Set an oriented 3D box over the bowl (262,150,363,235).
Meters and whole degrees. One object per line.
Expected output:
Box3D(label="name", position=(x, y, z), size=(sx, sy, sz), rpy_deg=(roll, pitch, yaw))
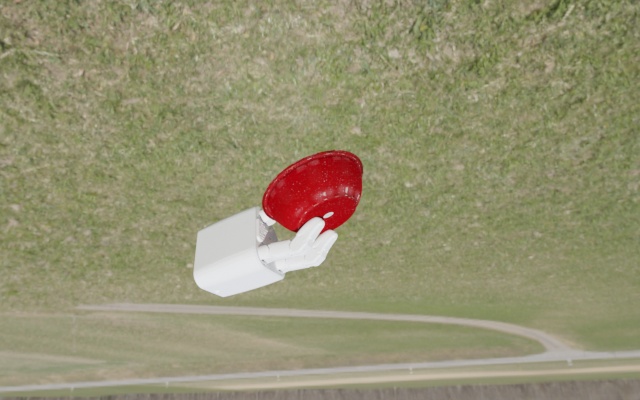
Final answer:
Box3D(label="bowl", position=(0.001, 0.002, 0.689), size=(0.162, 0.055, 0.162), rpy_deg=(-20, -31, -13))
